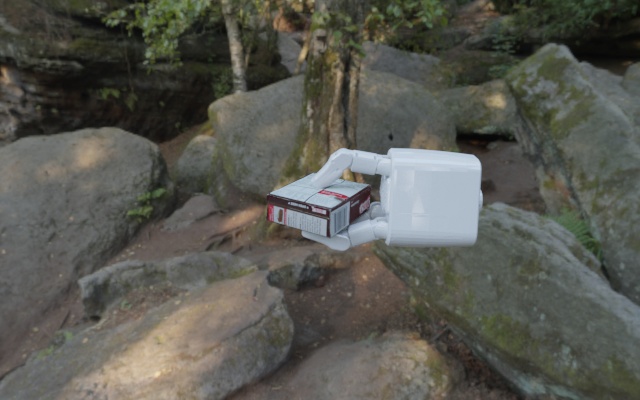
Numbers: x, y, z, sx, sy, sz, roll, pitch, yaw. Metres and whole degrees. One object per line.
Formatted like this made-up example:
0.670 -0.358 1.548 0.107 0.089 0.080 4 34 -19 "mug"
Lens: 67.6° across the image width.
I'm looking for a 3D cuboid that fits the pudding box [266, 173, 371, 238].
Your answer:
0.000 0.002 0.591 0.090 0.039 0.113 13 21 27 "pudding box"
